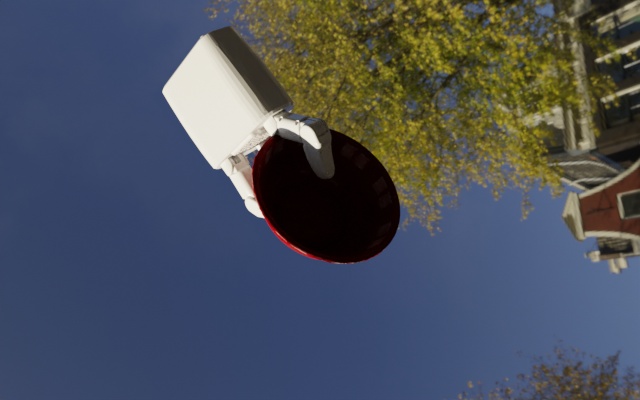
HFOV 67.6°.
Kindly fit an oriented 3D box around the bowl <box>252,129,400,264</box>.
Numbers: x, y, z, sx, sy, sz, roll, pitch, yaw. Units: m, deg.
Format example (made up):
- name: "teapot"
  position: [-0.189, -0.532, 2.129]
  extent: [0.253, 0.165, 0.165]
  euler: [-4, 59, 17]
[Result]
- name: "bowl"
  position: [0.001, 0.003, 0.499]
  extent: [0.162, 0.162, 0.055]
  euler: [0, -31, -26]
